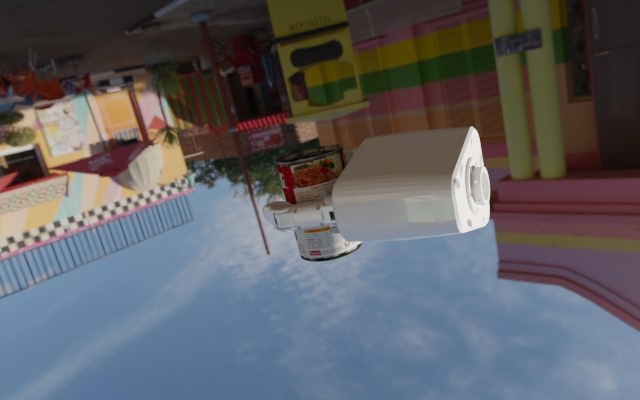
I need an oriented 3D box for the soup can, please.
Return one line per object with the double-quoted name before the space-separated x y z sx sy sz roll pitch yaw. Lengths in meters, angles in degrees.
"soup can" 0.000 0.002 0.478 0.068 0.102 0.068 -13 14 3
